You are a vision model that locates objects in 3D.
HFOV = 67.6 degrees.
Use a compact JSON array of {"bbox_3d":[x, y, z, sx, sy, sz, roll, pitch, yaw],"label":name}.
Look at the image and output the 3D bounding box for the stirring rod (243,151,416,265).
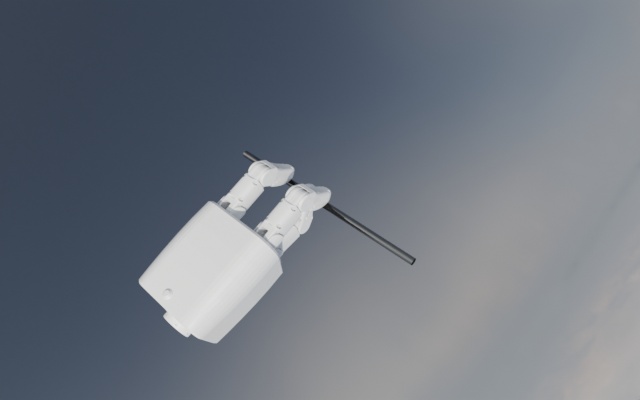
[{"bbox_3d":[0.000,0.002,0.516,0.239,0.011,0.011,33,16,27],"label":"stirring rod"}]
